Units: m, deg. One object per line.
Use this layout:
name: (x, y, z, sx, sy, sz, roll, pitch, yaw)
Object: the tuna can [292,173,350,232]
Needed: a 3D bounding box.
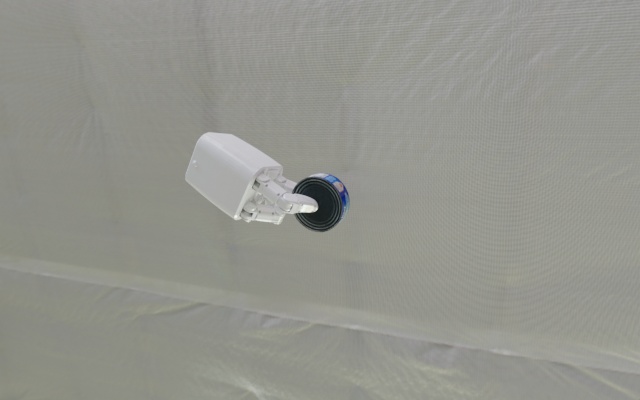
tuna can: (0.000, 0.002, 0.722, 0.086, 0.086, 0.033, 0, 15, 27)
